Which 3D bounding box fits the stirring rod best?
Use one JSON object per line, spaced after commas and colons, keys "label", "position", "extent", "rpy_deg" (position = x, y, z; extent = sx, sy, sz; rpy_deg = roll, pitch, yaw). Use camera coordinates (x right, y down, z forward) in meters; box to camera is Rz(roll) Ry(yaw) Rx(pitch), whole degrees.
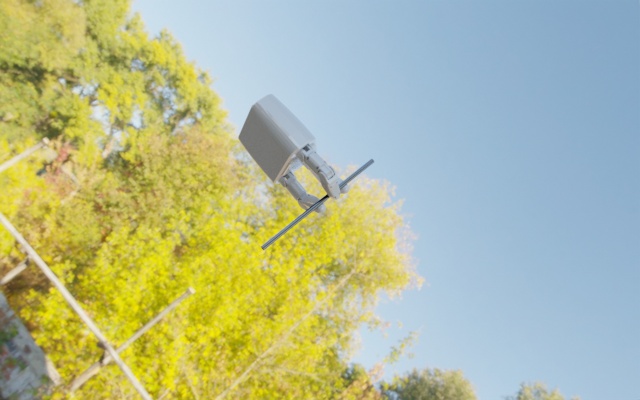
{"label": "stirring rod", "position": [0.000, 0.002, 0.764], "extent": [0.239, 0.011, 0.011], "rpy_deg": [-38, 16, -21]}
